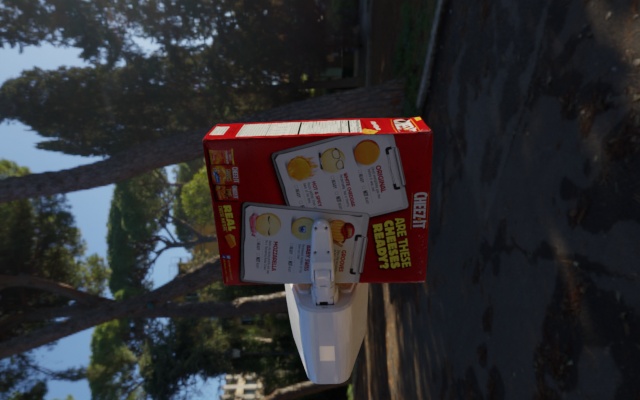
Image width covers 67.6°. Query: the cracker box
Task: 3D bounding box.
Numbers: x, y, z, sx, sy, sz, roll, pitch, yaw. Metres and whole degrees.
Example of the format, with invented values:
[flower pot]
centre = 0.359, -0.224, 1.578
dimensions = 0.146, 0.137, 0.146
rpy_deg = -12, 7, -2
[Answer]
[cracker box]
centre = 0.000, 0.002, 0.495
dimensions = 0.214, 0.164, 0.072
rpy_deg = -2, 24, 2
